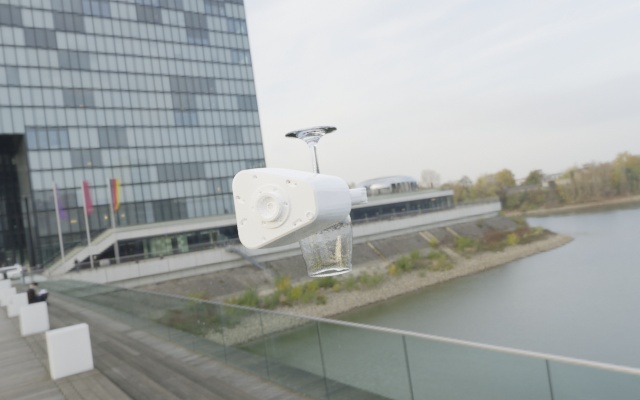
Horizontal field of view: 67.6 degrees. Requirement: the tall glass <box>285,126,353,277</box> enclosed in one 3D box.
[{"bbox_3d":[0.000,0.001,0.667,0.079,0.201,0.079,-8,-1,0],"label":"tall glass"}]
